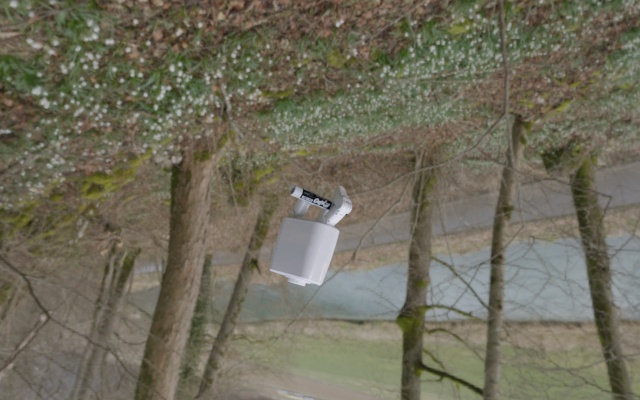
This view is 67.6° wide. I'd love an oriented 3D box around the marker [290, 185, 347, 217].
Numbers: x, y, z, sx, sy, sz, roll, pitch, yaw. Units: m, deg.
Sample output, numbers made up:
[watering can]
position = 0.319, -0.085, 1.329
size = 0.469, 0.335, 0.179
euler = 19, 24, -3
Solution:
[marker]
position = 0.000, 0.003, 0.854
size = 0.121, 0.020, 0.020
euler = 24, -12, -29
